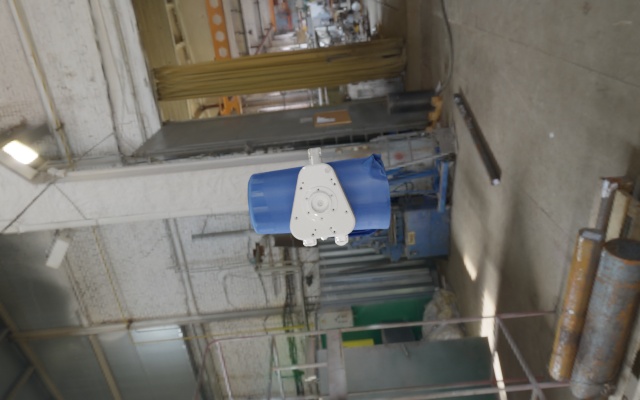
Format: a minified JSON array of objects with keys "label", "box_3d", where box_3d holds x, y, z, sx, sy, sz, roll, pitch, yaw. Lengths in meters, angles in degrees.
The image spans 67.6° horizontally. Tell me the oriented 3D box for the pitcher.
[{"label":"pitcher","box_3d":[0.000,0.003,0.853,0.243,0.149,0.145,-6,1,0]}]
